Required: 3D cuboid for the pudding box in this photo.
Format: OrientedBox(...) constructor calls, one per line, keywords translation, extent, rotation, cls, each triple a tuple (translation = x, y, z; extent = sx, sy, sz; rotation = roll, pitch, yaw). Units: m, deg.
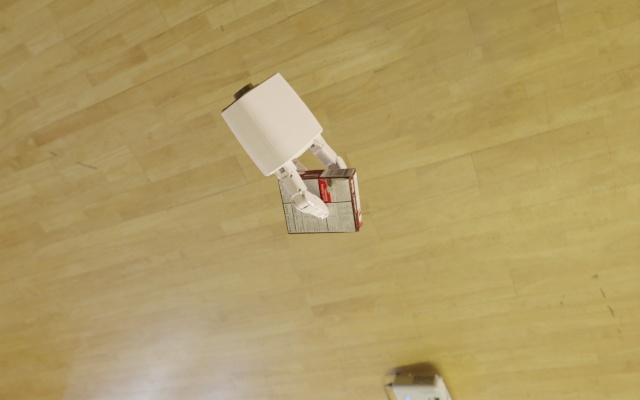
OrientedBox(translation=(0.000, 0.002, 0.702), extent=(0.113, 0.090, 0.039), rotation=(-1, 23, 19), cls="pudding box")
